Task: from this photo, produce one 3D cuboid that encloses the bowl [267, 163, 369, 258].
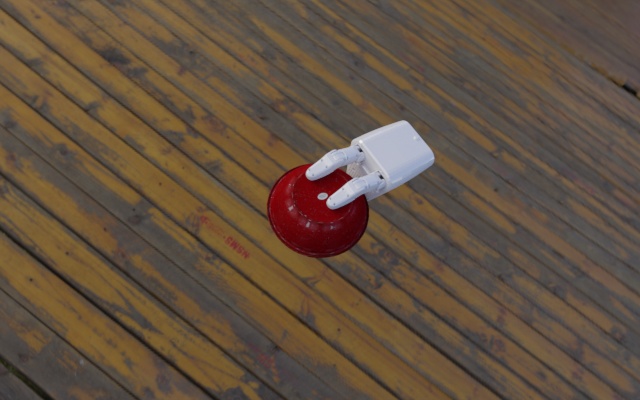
[{"bbox_3d":[-0.001,0.003,0.723,0.162,0.162,0.055,0,-24,-8],"label":"bowl"}]
